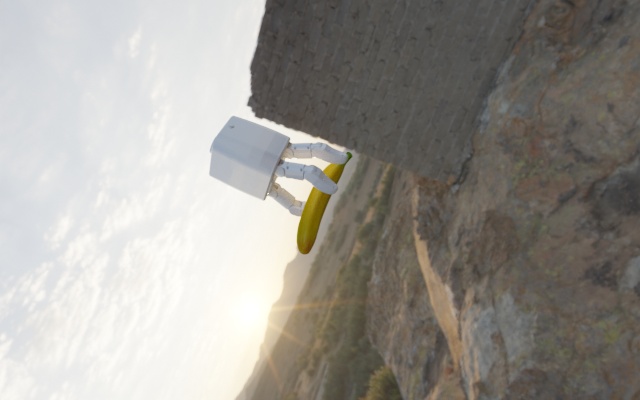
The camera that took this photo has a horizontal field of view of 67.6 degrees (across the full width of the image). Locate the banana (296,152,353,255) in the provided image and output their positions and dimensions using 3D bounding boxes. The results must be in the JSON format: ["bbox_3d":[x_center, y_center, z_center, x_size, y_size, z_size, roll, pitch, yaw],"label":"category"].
[{"bbox_3d":[-0.004,0.006,0.790,0.037,0.197,0.070,26,-25,-7],"label":"banana"}]
